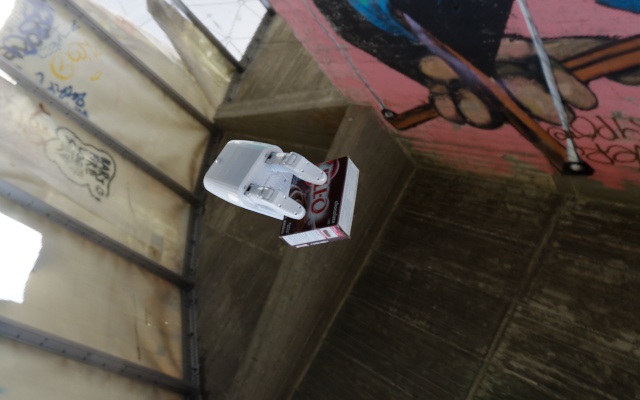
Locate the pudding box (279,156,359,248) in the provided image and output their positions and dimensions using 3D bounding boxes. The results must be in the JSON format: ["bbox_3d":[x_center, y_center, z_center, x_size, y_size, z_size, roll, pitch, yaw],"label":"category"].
[{"bbox_3d":[0.000,0.002,0.631,0.090,0.113,0.039,-14,-39,31],"label":"pudding box"}]
